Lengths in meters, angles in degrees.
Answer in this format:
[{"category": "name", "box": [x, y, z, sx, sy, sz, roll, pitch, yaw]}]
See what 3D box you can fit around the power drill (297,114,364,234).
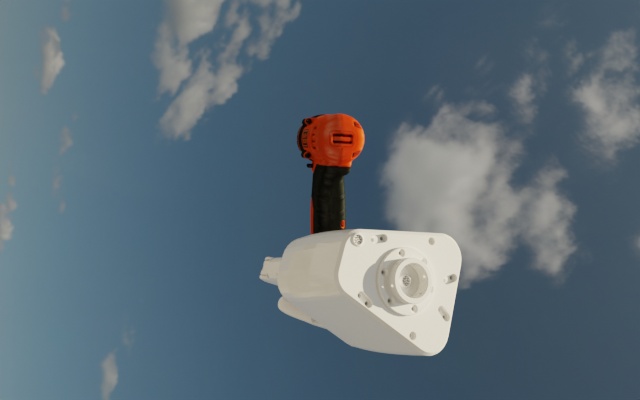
[{"category": "power drill", "box": [0.000, 0.002, 0.514, 0.057, 0.187, 0.184, 0, 7, -8]}]
